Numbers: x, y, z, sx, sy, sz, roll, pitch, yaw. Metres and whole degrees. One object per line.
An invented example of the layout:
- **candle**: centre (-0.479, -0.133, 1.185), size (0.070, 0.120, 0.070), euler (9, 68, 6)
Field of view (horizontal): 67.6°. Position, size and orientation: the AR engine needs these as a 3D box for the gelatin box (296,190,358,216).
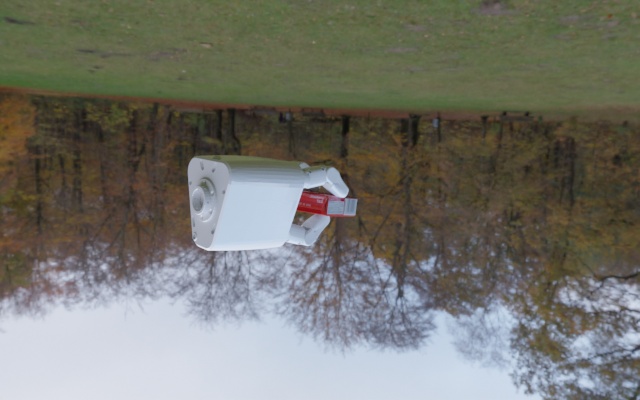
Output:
- **gelatin box**: centre (0.000, 0.003, 0.679), size (0.073, 0.030, 0.089), euler (10, 4, 32)
